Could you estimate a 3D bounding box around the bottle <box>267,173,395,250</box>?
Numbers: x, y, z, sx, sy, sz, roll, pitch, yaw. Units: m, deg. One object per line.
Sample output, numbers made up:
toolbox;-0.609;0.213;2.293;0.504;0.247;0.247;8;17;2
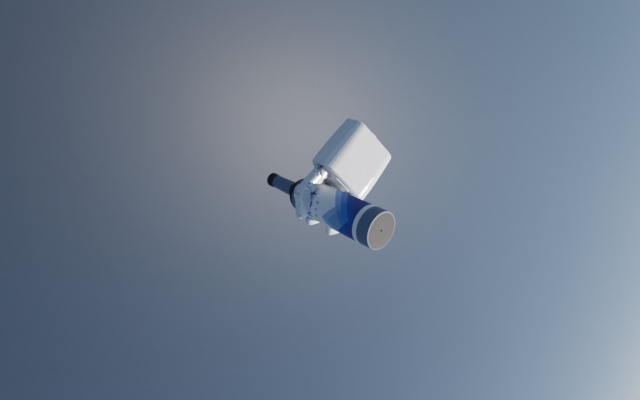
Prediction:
bottle;0.000;0.003;0.857;0.069;0.069;0.295;0;18;-44
